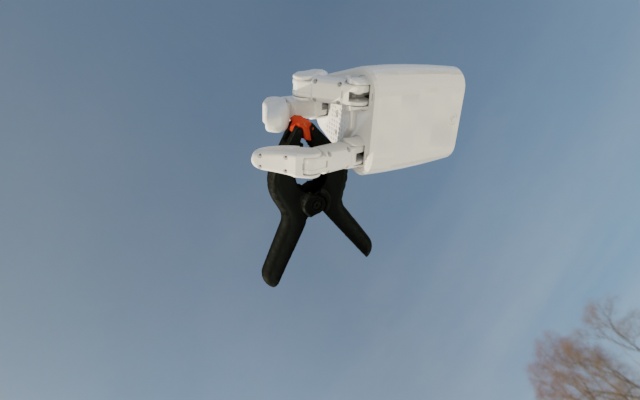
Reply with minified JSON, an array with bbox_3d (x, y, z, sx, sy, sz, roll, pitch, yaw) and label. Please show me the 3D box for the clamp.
[{"bbox_3d":[0.000,0.001,0.470,0.120,0.171,0.039,-10,29,-27],"label":"clamp"}]
